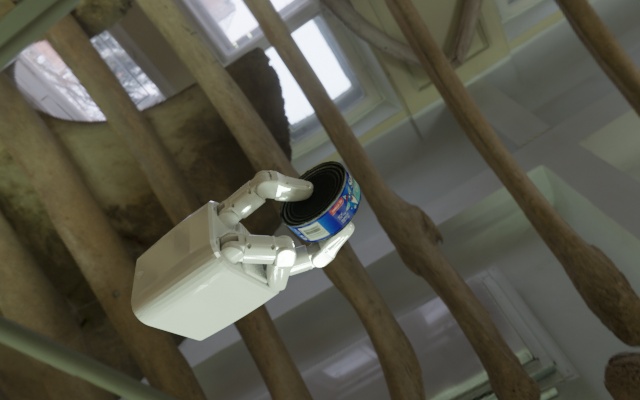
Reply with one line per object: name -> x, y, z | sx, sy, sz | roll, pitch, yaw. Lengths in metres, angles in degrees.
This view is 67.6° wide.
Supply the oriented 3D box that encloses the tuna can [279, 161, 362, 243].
tuna can -> 0.000, 0.002, 0.502 | 0.086, 0.086, 0.034 | 0, -38, 49
